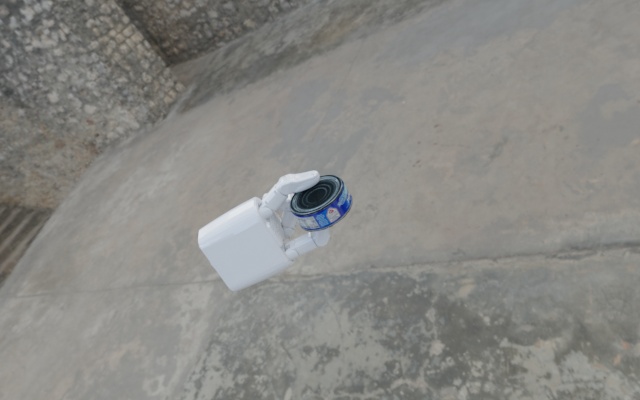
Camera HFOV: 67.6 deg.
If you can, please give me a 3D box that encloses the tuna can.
[{"bbox_3d":[0.000,0.002,0.677,0.086,0.034,0.086,-21,33,15],"label":"tuna can"}]
